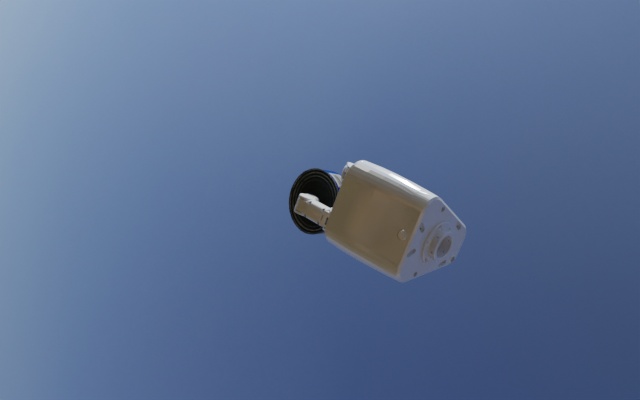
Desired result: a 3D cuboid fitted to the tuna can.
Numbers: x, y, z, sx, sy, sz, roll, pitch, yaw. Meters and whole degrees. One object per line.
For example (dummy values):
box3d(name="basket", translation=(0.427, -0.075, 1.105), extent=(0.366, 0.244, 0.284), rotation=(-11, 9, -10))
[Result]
box3d(name="tuna can", translation=(0.000, 0.002, 0.627), extent=(0.086, 0.086, 0.034), rotation=(0, -4, 41))
